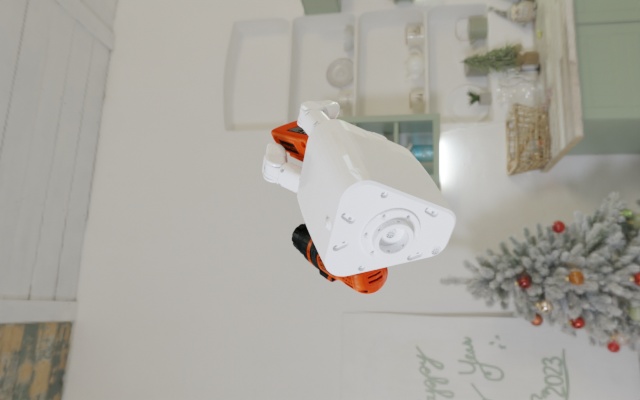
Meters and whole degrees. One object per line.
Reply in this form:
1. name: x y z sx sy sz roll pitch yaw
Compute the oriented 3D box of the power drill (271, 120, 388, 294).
1. power drill: 0.000 0.001 0.556 0.057 0.188 0.184 -25 22 -24
